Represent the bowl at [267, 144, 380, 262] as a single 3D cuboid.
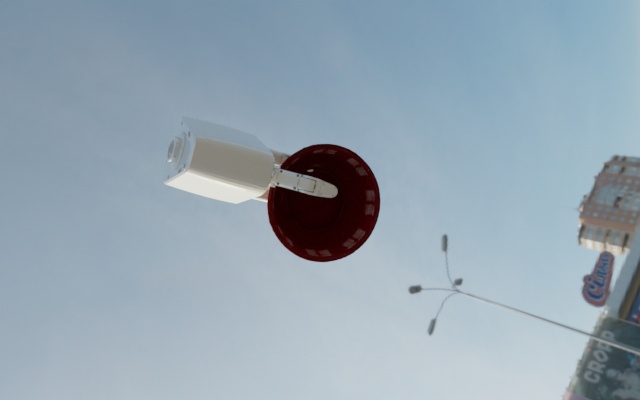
[{"bbox_3d":[0.001,0.003,0.671,0.162,0.162,0.055,0,5,-17],"label":"bowl"}]
